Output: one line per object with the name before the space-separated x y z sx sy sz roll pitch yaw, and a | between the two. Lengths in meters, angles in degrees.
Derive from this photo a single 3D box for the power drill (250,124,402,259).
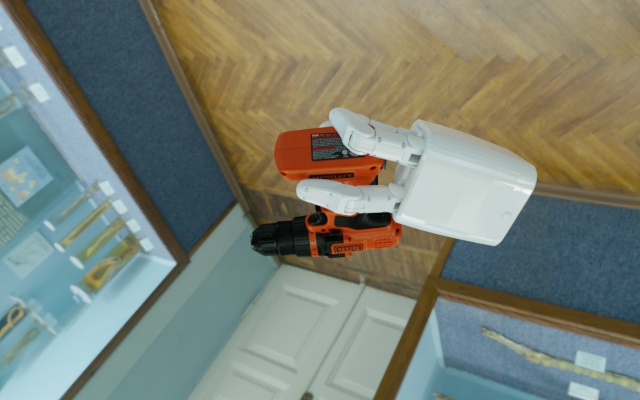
power drill | 0.000 0.001 0.527 0.184 0.057 0.188 -7 -34 1
